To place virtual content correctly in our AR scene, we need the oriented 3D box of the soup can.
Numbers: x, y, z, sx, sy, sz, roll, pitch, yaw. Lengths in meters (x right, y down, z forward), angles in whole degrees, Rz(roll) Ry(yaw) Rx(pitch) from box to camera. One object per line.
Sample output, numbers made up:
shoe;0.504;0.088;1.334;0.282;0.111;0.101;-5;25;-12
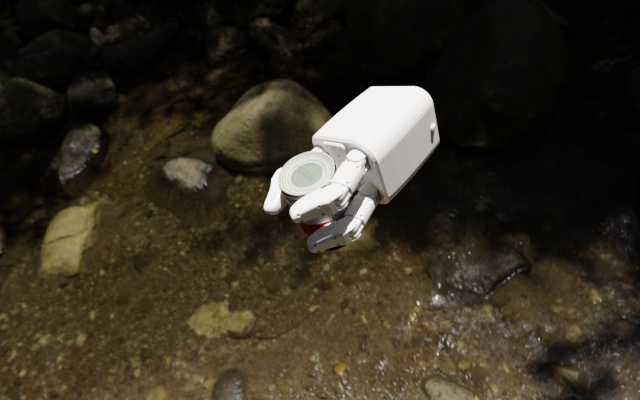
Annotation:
soup can;0.000;0.002;0.546;0.068;0.068;0.102;0;-39;23
